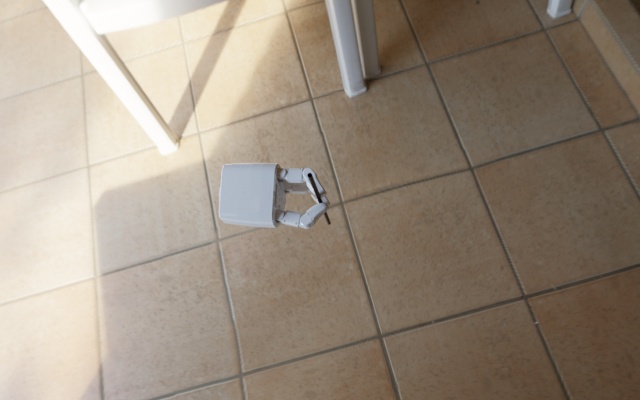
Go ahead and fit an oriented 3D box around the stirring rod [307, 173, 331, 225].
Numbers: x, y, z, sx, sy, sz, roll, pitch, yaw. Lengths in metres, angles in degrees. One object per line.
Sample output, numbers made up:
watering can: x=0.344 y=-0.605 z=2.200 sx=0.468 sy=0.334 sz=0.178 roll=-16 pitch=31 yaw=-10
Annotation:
stirring rod: x=0.000 y=0.003 z=0.867 sx=0.011 sy=0.011 sz=0.240 roll=0 pitch=-21 yaw=9
